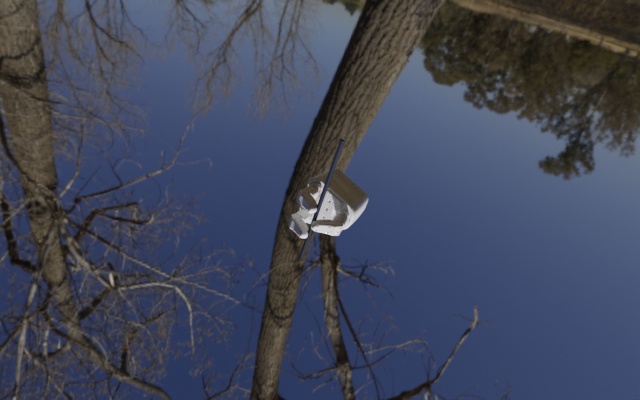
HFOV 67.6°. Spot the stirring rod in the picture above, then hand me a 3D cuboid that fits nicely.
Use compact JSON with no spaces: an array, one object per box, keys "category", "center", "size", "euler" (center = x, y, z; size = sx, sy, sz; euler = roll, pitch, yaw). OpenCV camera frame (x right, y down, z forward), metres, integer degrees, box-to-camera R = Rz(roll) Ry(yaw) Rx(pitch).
[{"category":"stirring rod","center":[0.000,0.003,0.846],"size":[0.011,0.240,0.011],"euler":[16,25,-8]}]
